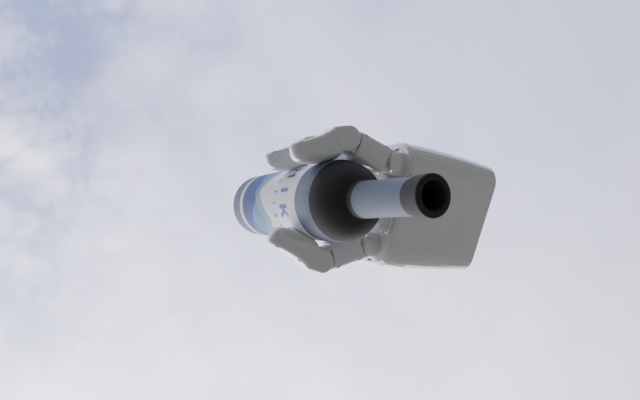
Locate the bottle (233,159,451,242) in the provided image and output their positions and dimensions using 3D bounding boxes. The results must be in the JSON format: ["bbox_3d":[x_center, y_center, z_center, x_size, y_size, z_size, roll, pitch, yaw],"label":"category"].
[{"bbox_3d":[0.000,0.001,0.414,0.069,0.069,0.296,0,-2,-27],"label":"bottle"}]
